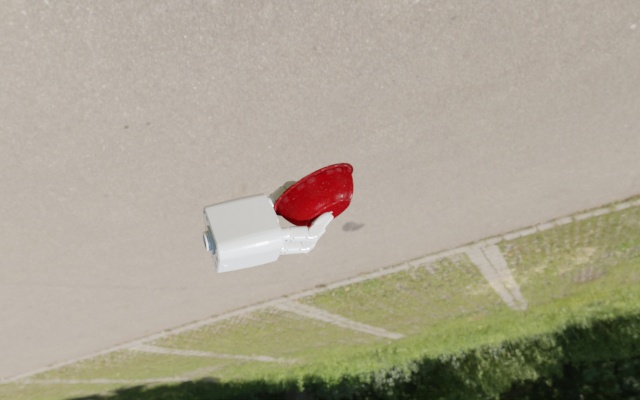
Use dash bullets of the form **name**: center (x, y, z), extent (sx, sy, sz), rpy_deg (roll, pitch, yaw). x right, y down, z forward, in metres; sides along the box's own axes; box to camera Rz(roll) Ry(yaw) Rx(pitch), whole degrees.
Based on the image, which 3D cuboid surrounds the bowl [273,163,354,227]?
- **bowl**: center (0.002, 0.003, 0.838), extent (0.162, 0.055, 0.162), rpy_deg (-28, -17, -9)
